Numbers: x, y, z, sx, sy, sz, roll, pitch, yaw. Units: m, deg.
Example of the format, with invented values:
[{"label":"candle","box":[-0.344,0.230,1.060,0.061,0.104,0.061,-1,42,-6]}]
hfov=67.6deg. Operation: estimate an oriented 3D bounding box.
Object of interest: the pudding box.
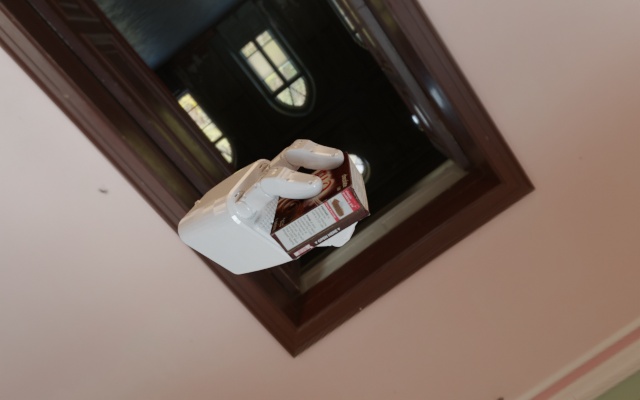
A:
[{"label":"pudding box","box":[0.000,0.002,0.480,0.090,0.039,0.113,-33,20,12]}]
